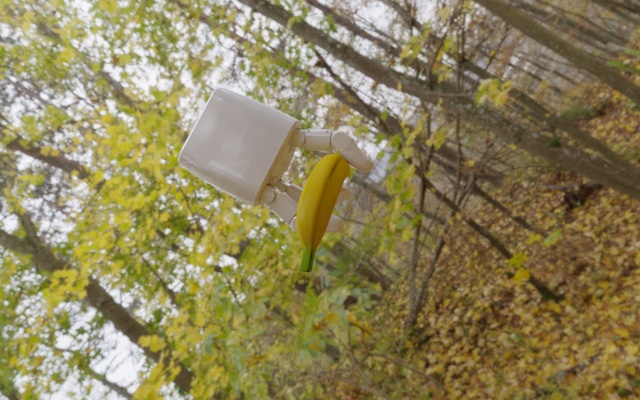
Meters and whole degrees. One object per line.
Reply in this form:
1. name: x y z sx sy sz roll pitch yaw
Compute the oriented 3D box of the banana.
1. banana: 0.004 -0.011 0.519 0.037 0.070 0.197 20 35 3
